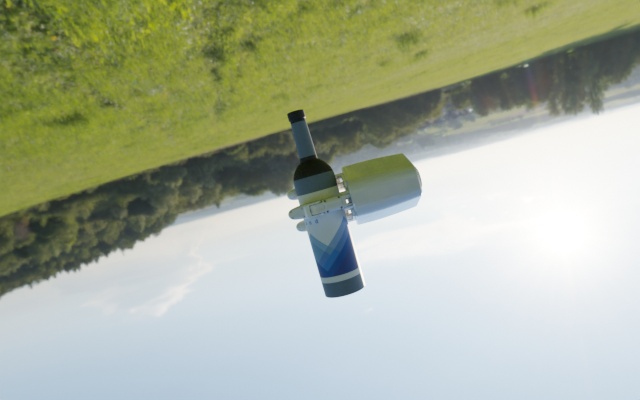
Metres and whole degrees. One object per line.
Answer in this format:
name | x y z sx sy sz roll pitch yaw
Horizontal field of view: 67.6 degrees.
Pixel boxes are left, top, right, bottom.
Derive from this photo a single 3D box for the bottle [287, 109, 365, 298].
bottle | 0.000 0.003 0.755 0.069 0.296 0.069 -16 3 1
